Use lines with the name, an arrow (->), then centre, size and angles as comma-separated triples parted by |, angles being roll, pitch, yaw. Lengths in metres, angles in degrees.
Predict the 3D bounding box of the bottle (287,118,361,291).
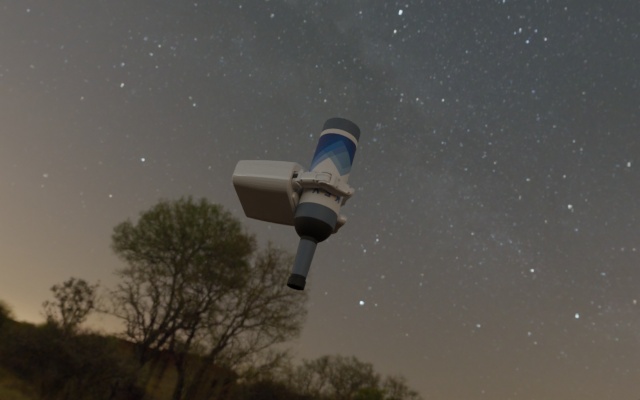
bottle -> 0.000, 0.002, 0.777 | 0.069, 0.295, 0.069 | 14, -25, 6
